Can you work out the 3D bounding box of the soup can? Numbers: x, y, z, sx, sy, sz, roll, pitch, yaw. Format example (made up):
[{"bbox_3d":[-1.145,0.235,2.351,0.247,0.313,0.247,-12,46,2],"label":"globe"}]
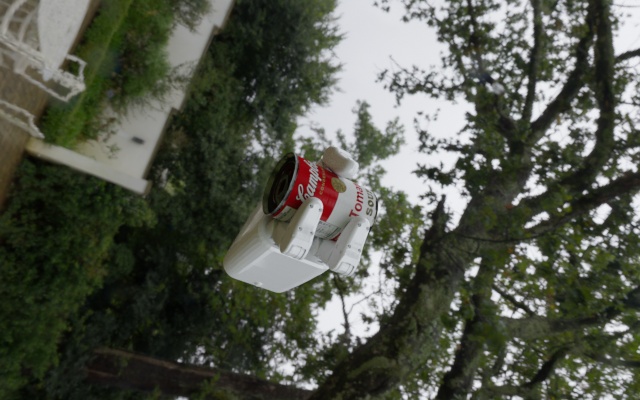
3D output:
[{"bbox_3d":[0.001,0.001,0.495,0.102,0.068,0.068,24,-10,-24],"label":"soup can"}]
